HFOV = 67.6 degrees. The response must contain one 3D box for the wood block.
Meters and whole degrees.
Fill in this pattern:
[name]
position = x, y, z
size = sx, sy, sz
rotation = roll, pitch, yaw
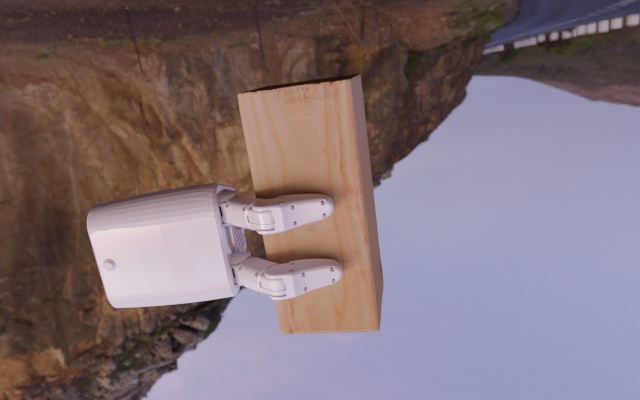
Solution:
[wood block]
position = 0.000, 0.001, 0.418
size = 0.090, 0.206, 0.090
rotation = -5, 17, 10
